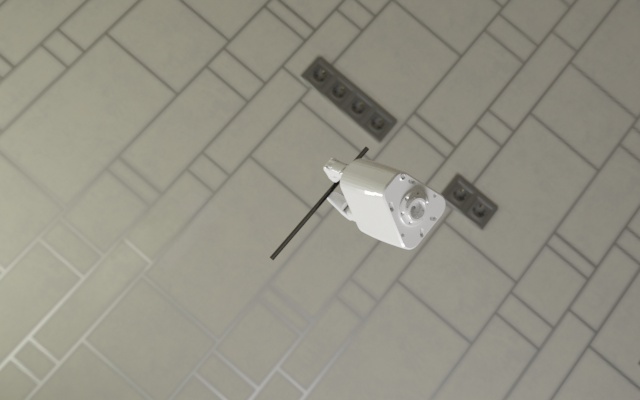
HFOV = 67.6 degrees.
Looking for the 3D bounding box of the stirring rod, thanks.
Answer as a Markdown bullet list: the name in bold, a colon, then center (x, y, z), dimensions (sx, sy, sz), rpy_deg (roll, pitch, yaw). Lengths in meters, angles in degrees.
- **stirring rod**: center (0.000, 0.002, 0.772), dimensions (0.011, 0.239, 0.011), rpy_deg (39, -10, 8)
